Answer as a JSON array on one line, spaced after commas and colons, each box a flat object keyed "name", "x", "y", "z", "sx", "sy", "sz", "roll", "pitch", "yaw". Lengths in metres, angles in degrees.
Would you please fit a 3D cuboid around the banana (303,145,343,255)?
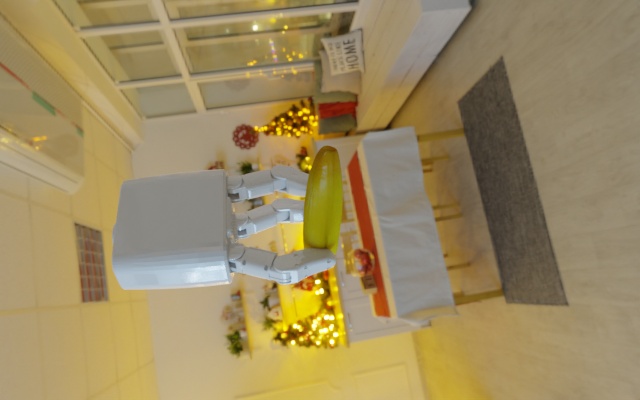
[{"name": "banana", "x": 0.000, "y": 0.020, "z": 0.478, "sx": 0.037, "sy": 0.069, "sz": 0.198, "roll": -1, "pitch": -22, "yaw": -2}]
